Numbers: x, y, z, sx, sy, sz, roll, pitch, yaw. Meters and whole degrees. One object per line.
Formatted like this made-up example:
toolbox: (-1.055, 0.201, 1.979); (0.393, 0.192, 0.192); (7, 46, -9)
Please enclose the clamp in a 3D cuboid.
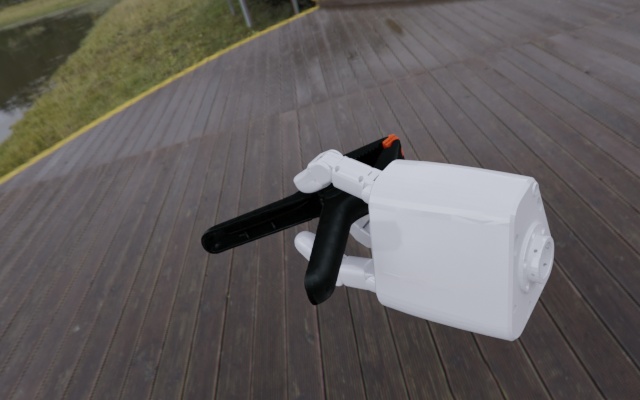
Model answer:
clamp: (0.000, 0.000, 0.438); (0.164, 0.036, 0.210); (9, 40, 41)
